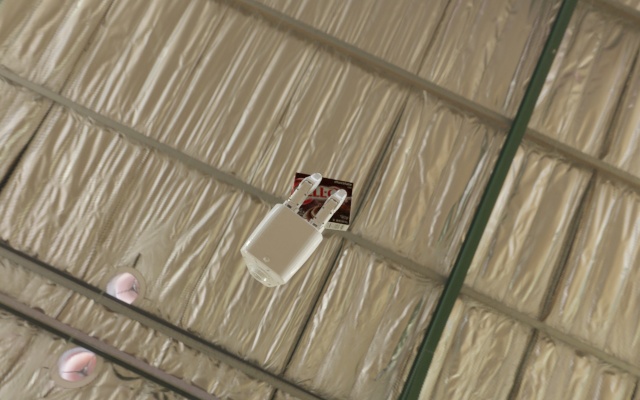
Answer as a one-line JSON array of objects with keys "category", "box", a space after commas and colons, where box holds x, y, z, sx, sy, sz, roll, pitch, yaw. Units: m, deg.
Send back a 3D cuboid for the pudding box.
[{"category": "pudding box", "box": [0.000, 0.003, 0.874, 0.113, 0.090, 0.039, 11, -27, -6]}]
